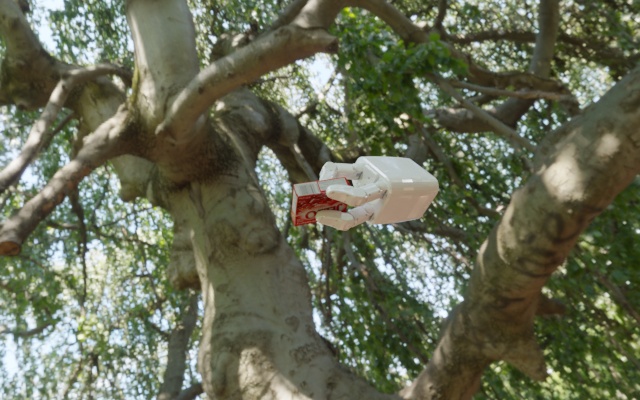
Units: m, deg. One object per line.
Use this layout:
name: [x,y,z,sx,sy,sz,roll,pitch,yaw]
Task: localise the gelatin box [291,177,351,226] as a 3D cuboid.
gelatin box: [0.000,0.002,0.762,0.089,0.030,0.073,-9,-39,-15]
